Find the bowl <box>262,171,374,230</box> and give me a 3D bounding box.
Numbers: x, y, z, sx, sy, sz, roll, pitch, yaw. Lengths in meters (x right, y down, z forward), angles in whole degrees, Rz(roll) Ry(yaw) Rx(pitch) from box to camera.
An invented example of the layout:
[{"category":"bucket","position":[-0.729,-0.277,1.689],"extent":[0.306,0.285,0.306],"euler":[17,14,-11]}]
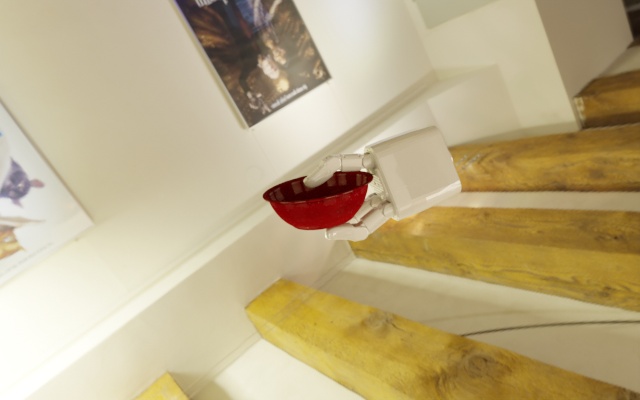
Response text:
[{"category":"bowl","position":[-0.001,0.003,0.692],"extent":[0.162,0.055,0.162],"euler":[-9,15,2]}]
